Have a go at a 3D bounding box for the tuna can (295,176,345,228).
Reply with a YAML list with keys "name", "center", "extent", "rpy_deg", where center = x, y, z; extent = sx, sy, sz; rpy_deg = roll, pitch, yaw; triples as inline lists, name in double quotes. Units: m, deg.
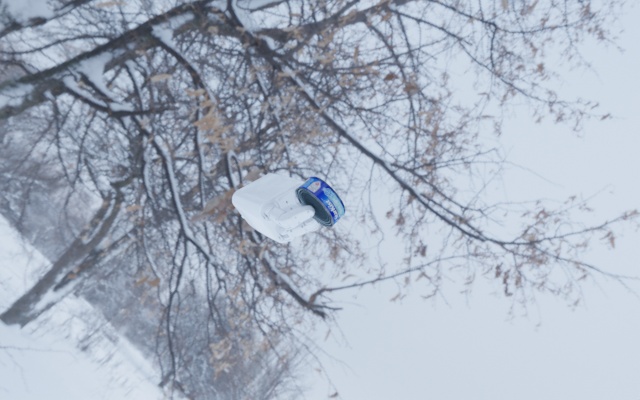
- name: "tuna can"
  center: [0.001, 0.002, 0.784]
  extent: [0.033, 0.086, 0.086]
  rpy_deg: [-43, 17, -19]
